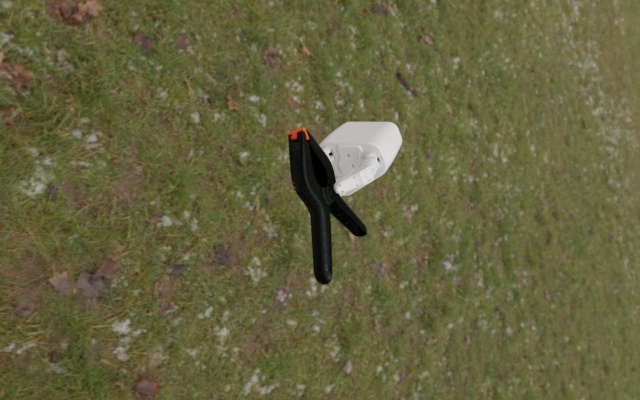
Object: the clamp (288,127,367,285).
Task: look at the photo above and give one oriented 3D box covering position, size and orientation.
[{"bbox_3d":[0.001,0.001,0.676,0.036,0.210,0.164,-14,22,29],"label":"clamp"}]
